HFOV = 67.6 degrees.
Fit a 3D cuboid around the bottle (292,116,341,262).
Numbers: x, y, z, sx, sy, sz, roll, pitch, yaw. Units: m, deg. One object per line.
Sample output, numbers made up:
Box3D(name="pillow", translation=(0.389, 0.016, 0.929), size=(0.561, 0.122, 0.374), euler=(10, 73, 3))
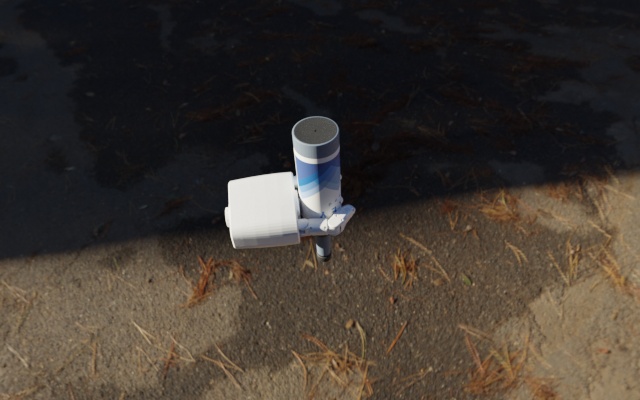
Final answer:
Box3D(name="bottle", translation=(0.000, 0.002, 0.778), size=(0.069, 0.069, 0.296), euler=(0, -43, 4))
